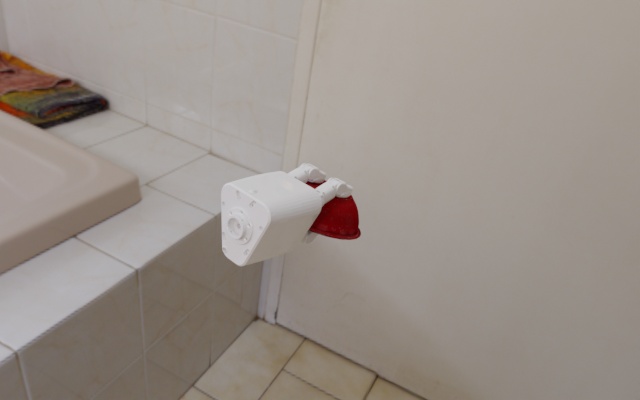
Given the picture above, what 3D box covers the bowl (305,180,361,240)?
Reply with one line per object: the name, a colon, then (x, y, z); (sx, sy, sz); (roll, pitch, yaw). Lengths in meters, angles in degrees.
bowl: (0.001, 0.002, 0.775); (0.162, 0.055, 0.162); (20, 14, -5)
